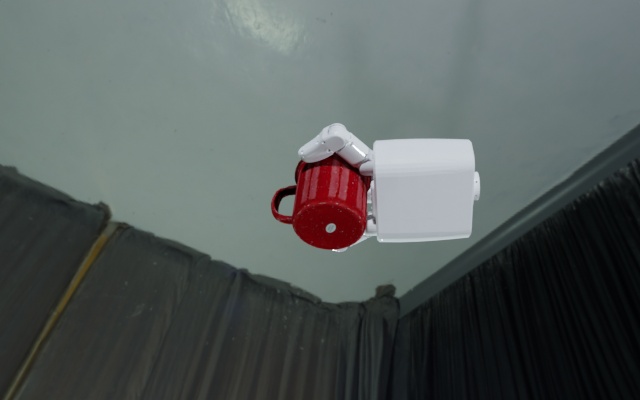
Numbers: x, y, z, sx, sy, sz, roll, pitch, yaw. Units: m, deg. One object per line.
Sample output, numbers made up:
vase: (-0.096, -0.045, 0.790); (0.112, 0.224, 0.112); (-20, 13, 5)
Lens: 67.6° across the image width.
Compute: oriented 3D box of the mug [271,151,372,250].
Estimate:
mug: (-0.001, 0.002, 0.544); (0.117, 0.093, 0.081); (-3, 44, 9)
